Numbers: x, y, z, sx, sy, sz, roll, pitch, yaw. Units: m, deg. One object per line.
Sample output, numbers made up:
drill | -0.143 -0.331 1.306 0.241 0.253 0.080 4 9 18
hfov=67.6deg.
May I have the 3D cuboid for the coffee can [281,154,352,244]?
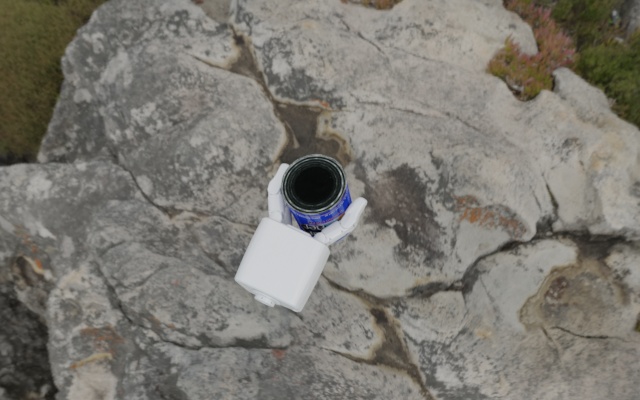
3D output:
coffee can | 0.000 0.002 0.785 0.103 0.102 0.140 0 -24 10
